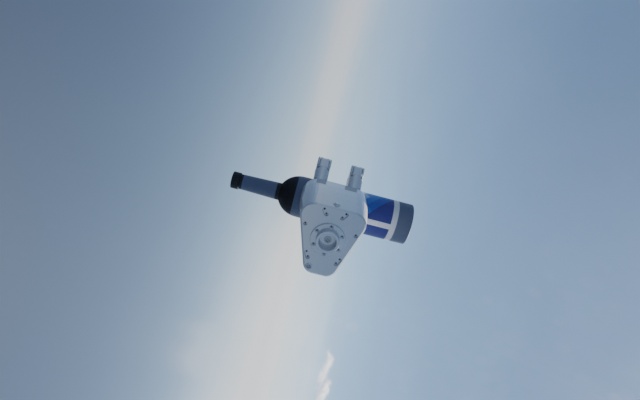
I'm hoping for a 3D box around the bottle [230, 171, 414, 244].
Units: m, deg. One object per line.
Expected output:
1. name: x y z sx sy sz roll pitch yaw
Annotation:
1. bottle: 0.000 0.003 0.777 0.296 0.069 0.069 14 -1 -2
